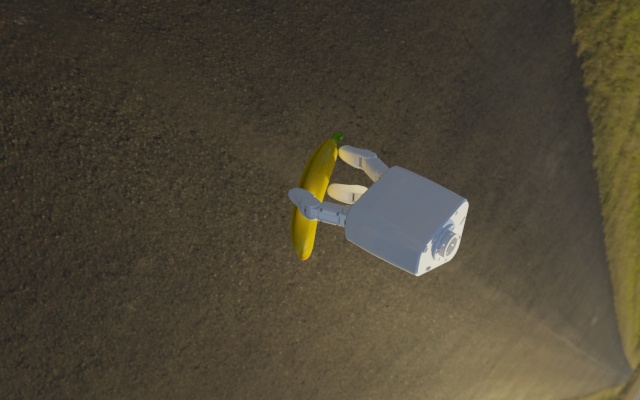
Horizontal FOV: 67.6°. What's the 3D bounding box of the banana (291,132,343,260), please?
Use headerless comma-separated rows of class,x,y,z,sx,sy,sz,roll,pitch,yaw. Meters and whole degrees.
banana,-0.009,-0.001,0.671,0.037,0.198,0.069,26,15,31
